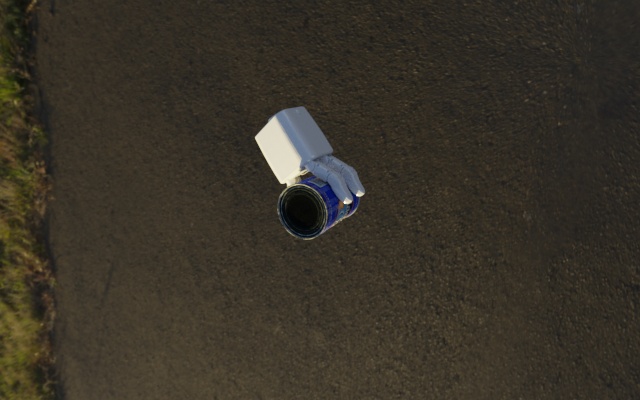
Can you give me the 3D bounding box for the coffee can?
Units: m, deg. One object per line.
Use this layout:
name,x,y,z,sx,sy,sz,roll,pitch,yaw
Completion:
coffee can,0.000,0.003,0.897,0.103,0.103,0.140,0,14,29
